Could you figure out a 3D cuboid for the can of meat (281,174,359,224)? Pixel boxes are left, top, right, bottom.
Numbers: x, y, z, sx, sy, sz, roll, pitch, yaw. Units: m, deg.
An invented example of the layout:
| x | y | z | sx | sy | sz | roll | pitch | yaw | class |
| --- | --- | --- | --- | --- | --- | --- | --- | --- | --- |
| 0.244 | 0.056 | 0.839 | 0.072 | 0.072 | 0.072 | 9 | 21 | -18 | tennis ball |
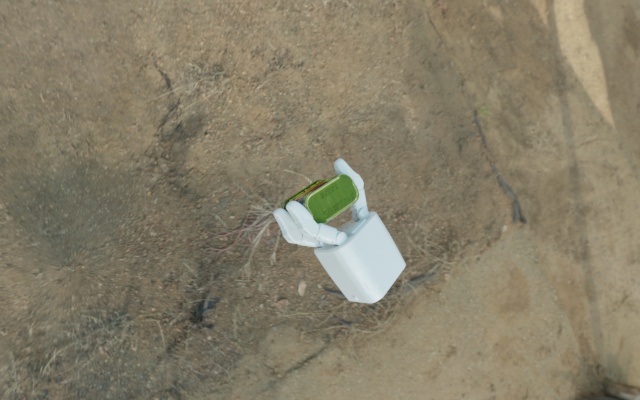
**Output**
| x | y | z | sx | sy | sz | roll | pitch | yaw | class |
| --- | --- | --- | --- | --- | --- | --- | --- | --- | --- |
| 0.000 | 0.002 | 0.756 | 0.102 | 0.057 | 0.084 | -34 | 9 | -27 | can of meat |
